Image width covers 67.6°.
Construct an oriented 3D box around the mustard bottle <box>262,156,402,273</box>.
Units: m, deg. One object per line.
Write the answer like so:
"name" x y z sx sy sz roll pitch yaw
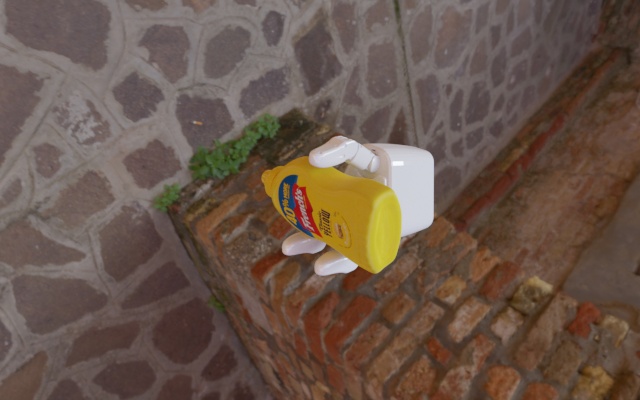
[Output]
"mustard bottle" 0.000 0.002 0.538 0.058 0.096 0.191 -33 42 -32
